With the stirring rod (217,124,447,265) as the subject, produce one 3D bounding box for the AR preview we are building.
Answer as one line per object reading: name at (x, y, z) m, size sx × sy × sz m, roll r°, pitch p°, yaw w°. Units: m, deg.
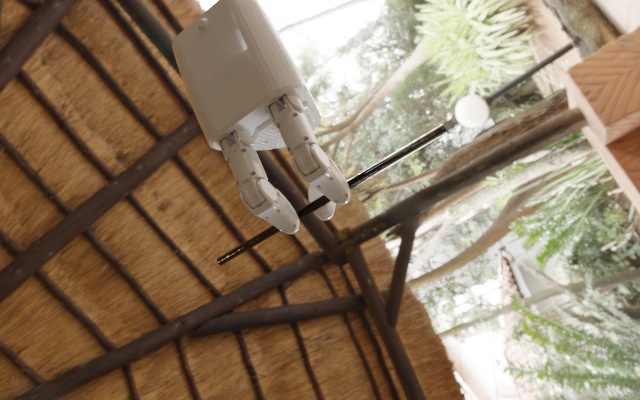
stirring rod at (0.000, 0.001, 0.414) m, size 0.239 × 0.011 × 0.011 m, roll -31°, pitch -12°, yaw 21°
